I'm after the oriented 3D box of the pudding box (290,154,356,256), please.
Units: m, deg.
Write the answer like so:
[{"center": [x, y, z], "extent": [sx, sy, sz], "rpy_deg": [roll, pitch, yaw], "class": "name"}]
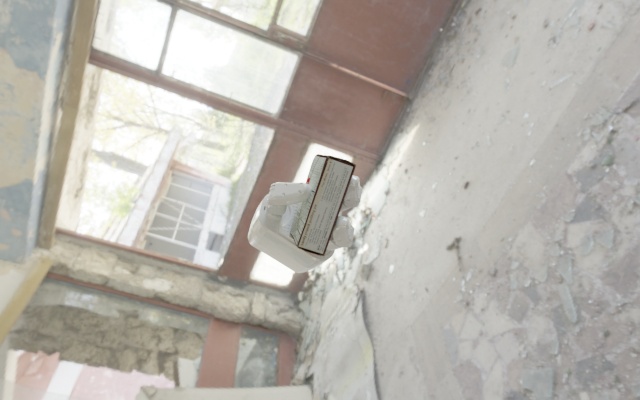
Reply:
[{"center": [0.000, 0.002, 0.573], "extent": [0.039, 0.113, 0.090], "rpy_deg": [16, 4, -11], "class": "pudding box"}]
